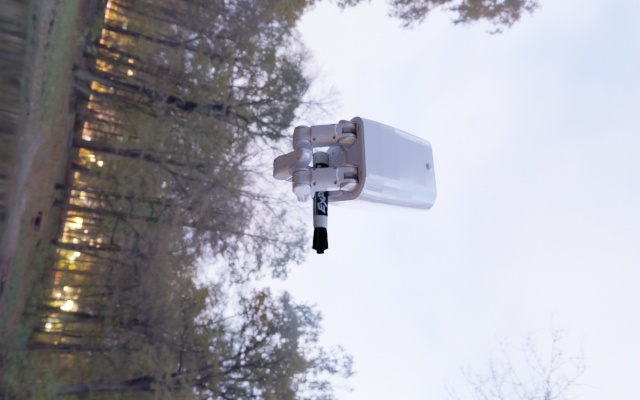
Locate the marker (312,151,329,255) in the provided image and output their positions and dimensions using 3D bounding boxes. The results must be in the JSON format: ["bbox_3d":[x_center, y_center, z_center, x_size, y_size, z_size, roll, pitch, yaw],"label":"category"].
[{"bbox_3d":[0.000,0.002,0.544,0.020,0.121,0.020,0,-21,0],"label":"marker"}]
